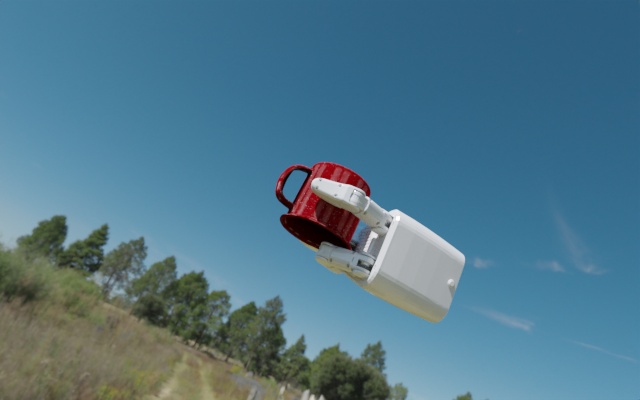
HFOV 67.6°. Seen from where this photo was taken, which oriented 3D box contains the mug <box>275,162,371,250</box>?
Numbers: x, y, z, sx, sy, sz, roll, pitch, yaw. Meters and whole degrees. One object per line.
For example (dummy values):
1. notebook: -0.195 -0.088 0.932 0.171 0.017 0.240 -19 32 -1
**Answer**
1. mug: -0.001 0.001 0.573 0.117 0.081 0.093 33 -22 -16
